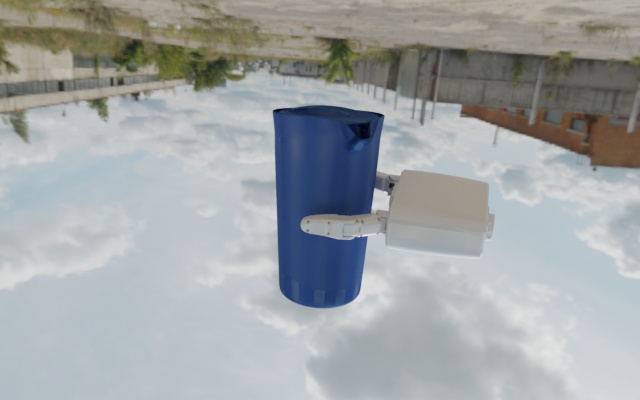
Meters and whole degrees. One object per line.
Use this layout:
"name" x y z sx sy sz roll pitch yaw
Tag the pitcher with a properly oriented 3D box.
"pitcher" 0.000 0.002 0.607 0.145 0.243 0.149 7 16 15
